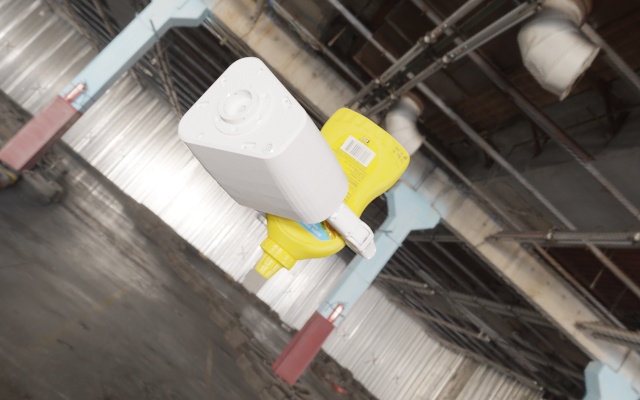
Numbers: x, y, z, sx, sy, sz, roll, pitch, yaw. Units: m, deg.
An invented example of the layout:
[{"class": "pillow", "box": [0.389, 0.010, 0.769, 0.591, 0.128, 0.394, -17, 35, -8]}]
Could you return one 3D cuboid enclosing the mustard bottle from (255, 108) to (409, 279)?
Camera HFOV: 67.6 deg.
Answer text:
[{"class": "mustard bottle", "box": [0.000, 0.002, 0.496, 0.096, 0.191, 0.058, 38, -11, 7]}]
